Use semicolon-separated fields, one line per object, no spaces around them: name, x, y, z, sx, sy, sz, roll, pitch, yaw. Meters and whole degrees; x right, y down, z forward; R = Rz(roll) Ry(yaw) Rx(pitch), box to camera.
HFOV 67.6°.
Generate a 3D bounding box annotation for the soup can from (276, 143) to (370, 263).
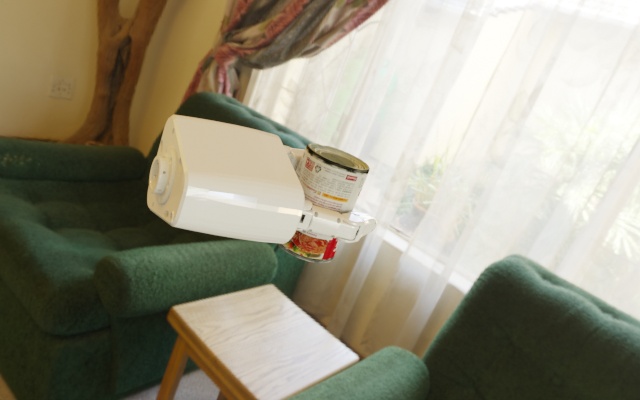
soup can;0.001;0.001;0.479;0.068;0.102;0.068;19;17;-6
